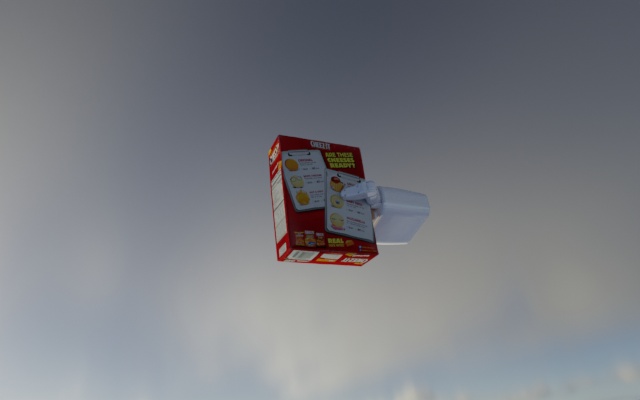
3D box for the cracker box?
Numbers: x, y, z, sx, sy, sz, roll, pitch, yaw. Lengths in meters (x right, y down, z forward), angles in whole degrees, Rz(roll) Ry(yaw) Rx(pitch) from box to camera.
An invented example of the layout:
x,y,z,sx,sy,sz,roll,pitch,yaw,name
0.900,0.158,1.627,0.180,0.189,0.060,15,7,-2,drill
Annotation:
x,y,z,sx,sy,sz,roll,pitch,yaw,name
0.000,0.003,0.828,0.164,0.213,0.072,6,-30,-26,cracker box
